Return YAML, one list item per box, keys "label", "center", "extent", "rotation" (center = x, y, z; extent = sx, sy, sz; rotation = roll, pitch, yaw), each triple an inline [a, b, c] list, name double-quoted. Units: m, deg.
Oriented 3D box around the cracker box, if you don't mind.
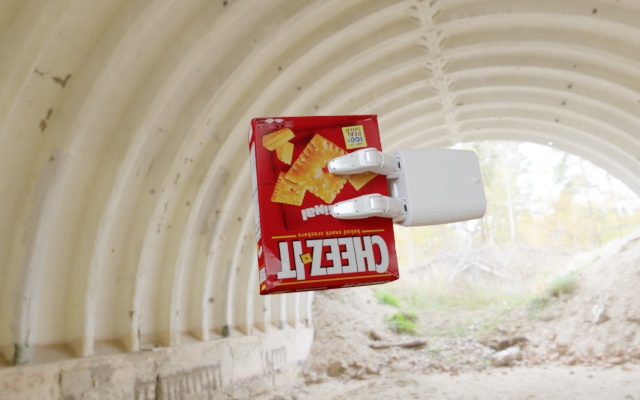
- label: "cracker box"
  center: [0.000, 0.002, 0.596]
  extent: [0.164, 0.213, 0.072]
  rotation: [-3, -14, -13]
